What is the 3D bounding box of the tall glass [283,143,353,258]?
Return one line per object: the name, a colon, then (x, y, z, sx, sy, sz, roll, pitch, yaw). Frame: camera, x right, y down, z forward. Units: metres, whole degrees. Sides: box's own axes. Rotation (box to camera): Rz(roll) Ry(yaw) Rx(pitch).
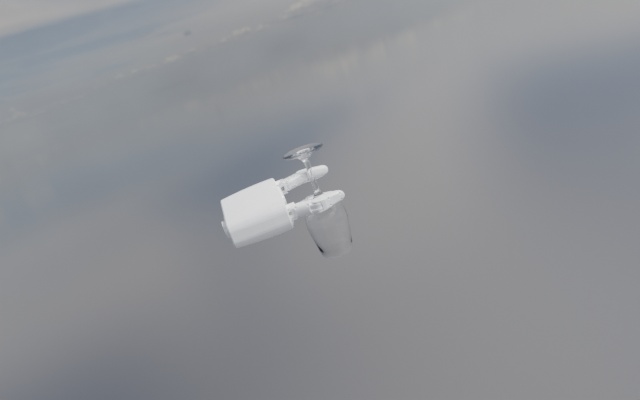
tall glass: (0.000, 0.002, 0.859, 0.079, 0.201, 0.079, -18, 19, 6)
